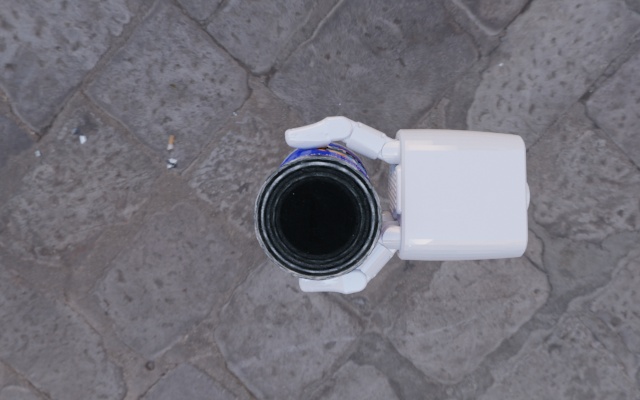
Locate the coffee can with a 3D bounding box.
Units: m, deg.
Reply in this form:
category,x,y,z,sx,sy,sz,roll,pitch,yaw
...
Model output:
category,x,y,z,sx,sy,sz,roll,pitch,yaw
coffee can,0.000,0.001,0.444,0.103,0.103,0.140,0,11,2
